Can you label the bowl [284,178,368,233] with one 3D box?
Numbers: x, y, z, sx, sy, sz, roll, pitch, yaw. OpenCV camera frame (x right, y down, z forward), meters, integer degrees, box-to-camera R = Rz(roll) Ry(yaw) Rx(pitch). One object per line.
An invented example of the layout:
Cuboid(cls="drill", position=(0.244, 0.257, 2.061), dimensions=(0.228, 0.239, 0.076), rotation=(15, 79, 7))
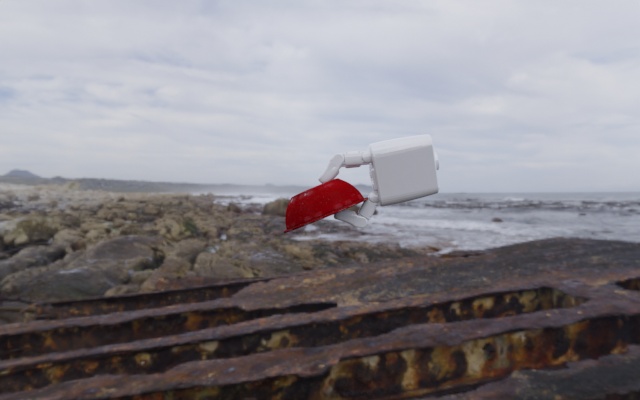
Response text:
Cuboid(cls="bowl", position=(-0.001, 0.003, 0.843), dimensions=(0.162, 0.055, 0.162), rotation=(-23, 0, 0))
